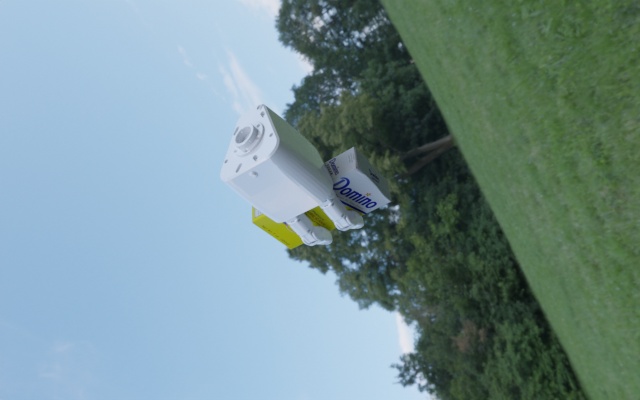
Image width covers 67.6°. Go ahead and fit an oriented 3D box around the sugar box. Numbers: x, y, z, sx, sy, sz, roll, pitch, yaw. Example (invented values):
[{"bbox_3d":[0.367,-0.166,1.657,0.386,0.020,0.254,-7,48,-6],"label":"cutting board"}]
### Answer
[{"bbox_3d":[0.000,0.003,0.670,0.176,0.048,0.093,-26,-43,25],"label":"sugar box"}]
